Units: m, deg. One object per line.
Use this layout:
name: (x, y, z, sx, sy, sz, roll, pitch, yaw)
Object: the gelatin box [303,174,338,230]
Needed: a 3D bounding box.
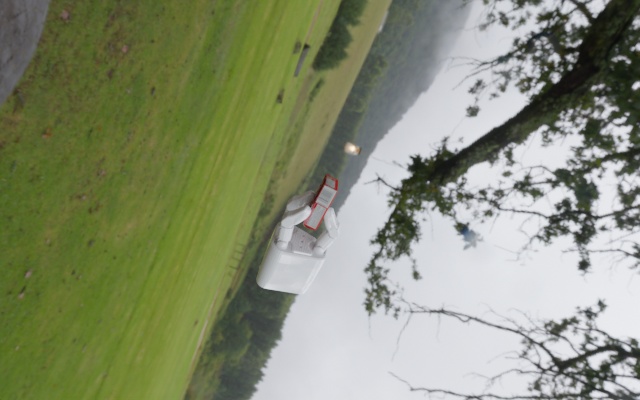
gelatin box: (0.001, 0.003, 0.883, 0.030, 0.089, 0.073, 27, 18, -5)
